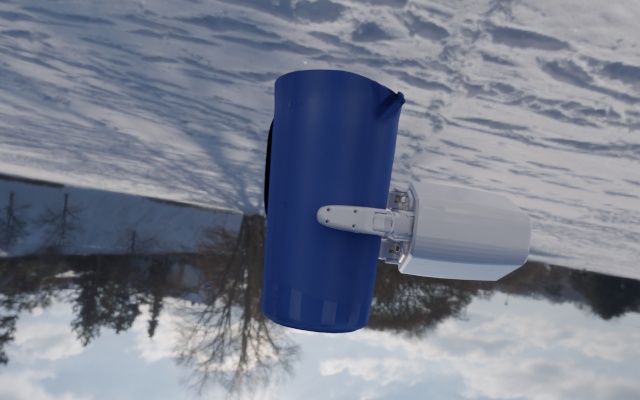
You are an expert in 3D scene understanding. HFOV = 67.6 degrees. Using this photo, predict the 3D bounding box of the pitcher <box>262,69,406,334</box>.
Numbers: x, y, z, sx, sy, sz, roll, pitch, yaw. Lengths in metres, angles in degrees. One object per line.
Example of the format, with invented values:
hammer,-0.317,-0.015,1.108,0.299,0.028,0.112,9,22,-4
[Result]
pitcher,0.000,0.002,0.491,0.145,0.243,0.149,6,-4,2
